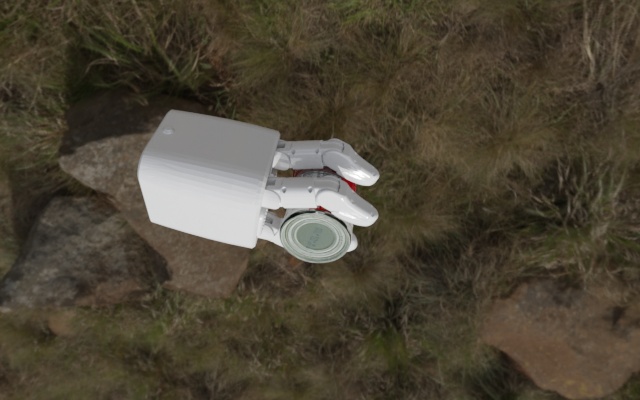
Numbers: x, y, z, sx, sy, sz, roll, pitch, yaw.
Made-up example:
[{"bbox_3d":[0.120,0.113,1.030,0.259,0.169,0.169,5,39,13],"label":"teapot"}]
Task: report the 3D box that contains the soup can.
[{"bbox_3d":[0.001,0.002,0.467,0.068,0.069,0.102,0,42,8],"label":"soup can"}]
